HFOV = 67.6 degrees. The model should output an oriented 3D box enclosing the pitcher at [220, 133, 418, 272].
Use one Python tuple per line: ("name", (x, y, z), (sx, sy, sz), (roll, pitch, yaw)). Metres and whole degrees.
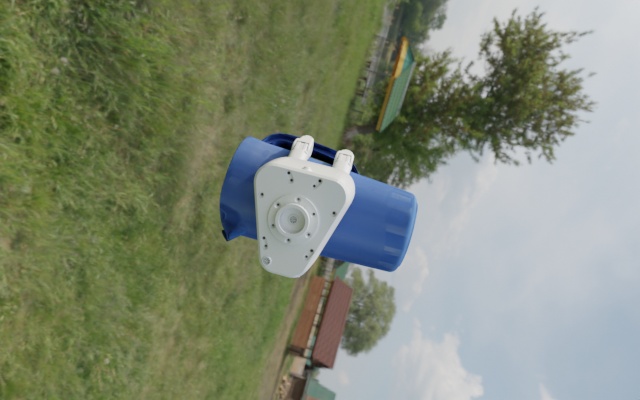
("pitcher", (0.000, 0.002, 0.637), (0.243, 0.149, 0.145), (16, 7, 3))
